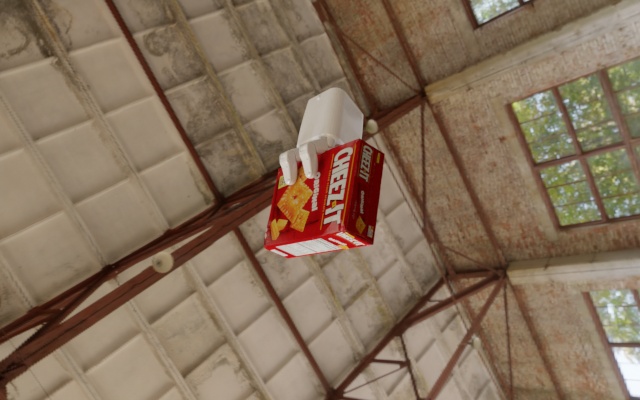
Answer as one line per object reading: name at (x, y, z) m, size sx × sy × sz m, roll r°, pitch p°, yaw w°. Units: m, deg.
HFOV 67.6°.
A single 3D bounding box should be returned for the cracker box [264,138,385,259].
cracker box at (0.000, 0.003, 0.819) m, size 0.072 × 0.164 × 0.214 m, roll 26°, pitch -28°, yaw -35°
